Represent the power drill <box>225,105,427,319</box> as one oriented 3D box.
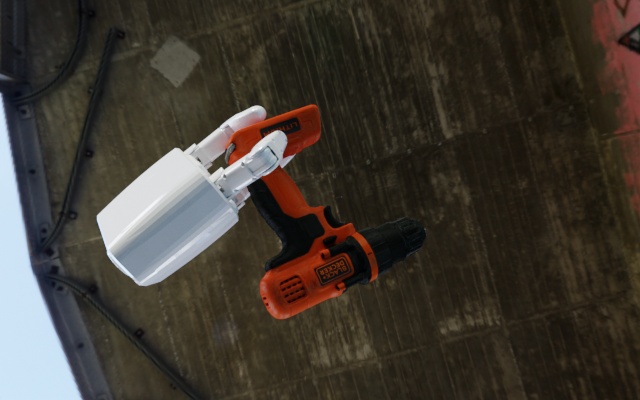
[{"bbox_3d":[0.000,0.001,0.484,0.184,0.187,0.057,-22,-9,-22],"label":"power drill"}]
